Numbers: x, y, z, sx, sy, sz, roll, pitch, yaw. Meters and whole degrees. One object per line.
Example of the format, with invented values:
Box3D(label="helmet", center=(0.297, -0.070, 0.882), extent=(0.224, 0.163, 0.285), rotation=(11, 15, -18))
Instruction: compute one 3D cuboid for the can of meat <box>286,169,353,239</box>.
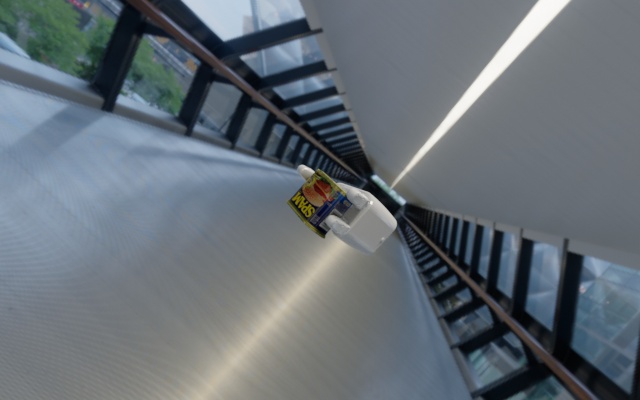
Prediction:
Box3D(label="can of meat", center=(0.000, 0.002, 0.827), extent=(0.057, 0.084, 0.102), rotation=(39, 5, -40))
